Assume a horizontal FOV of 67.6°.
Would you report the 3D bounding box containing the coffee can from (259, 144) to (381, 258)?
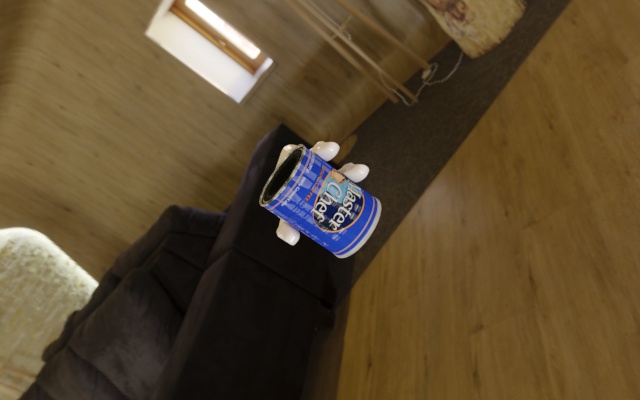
[{"bbox_3d":[0.000,0.002,0.675,0.140,0.103,0.103,35,-13,-18],"label":"coffee can"}]
